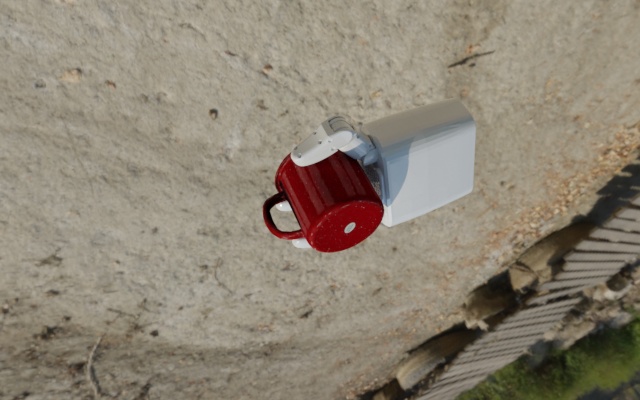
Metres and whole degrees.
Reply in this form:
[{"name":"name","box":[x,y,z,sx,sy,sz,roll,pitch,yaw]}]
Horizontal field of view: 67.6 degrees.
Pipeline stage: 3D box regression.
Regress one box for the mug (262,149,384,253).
[{"name":"mug","box":[-0.001,0.002,0.473,0.117,0.081,0.093,-21,-35,-9]}]
